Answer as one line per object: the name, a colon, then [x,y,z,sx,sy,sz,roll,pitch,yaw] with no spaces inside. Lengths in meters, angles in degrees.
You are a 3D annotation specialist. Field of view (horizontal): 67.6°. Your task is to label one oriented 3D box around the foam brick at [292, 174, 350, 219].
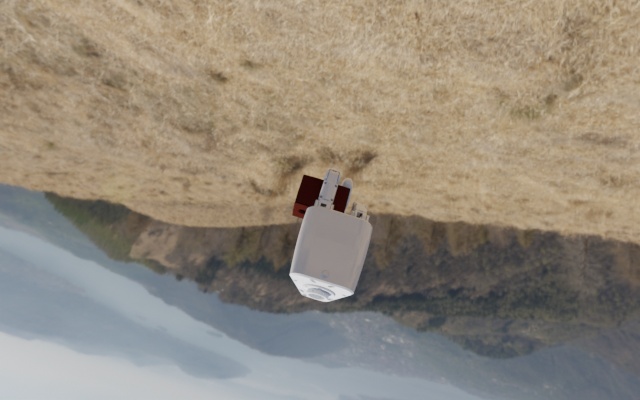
foam brick: [0.000,0.002,0.735,0.078,0.051,0.053,17,-24,-1]
